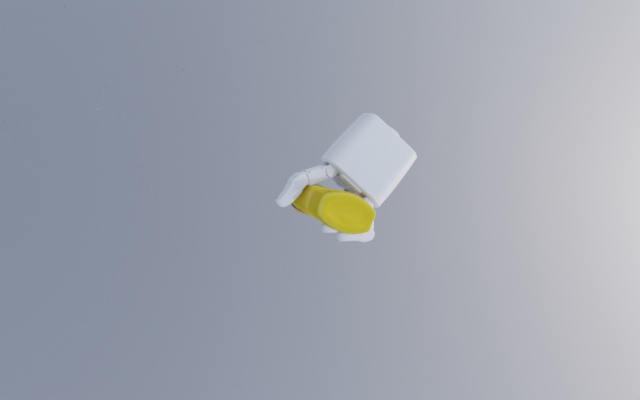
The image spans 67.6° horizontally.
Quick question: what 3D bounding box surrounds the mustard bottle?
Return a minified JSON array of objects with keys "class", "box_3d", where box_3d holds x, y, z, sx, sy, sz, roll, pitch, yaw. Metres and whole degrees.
[{"class":"mustard bottle","box_3d":[0.000,0.003,0.756,0.096,0.058,0.191,18,2,-27]}]
